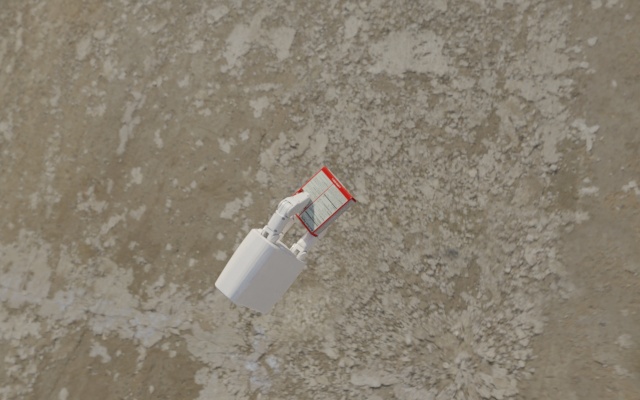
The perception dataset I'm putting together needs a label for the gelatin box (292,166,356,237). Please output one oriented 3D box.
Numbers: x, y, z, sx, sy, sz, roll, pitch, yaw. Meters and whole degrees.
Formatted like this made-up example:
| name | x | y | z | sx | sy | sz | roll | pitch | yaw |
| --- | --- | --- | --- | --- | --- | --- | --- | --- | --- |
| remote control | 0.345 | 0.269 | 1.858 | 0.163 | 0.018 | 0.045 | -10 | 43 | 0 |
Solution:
| name | x | y | z | sx | sy | sz | roll | pitch | yaw |
| --- | --- | --- | --- | --- | --- | --- | --- | --- | --- |
| gelatin box | 0.000 | 0.002 | 0.764 | 0.089 | 0.073 | 0.030 | -43 | -23 | 7 |
